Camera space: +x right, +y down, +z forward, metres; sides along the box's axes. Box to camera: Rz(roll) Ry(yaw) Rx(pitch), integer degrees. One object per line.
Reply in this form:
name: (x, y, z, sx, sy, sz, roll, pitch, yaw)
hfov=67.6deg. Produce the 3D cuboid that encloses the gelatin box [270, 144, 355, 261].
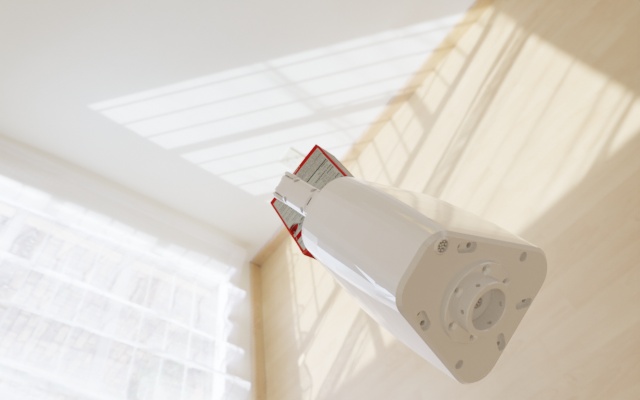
gelatin box: (0.000, 0.001, 0.425, 0.030, 0.073, 0.089, 30, 14, -38)
